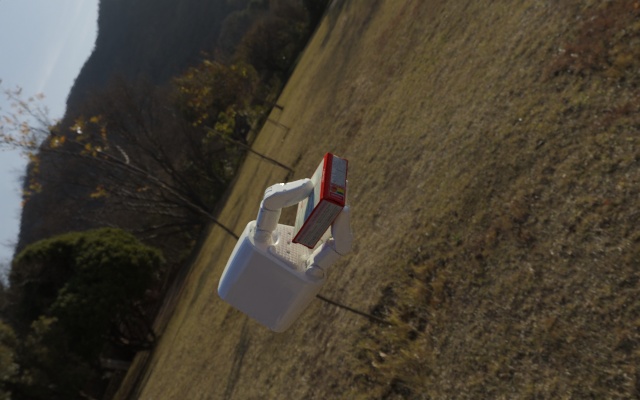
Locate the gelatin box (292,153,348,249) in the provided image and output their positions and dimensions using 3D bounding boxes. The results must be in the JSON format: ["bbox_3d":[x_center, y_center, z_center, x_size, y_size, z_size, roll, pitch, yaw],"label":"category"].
[{"bbox_3d":[0.000,0.001,0.547,0.030,0.073,0.089,20,-45,-13],"label":"gelatin box"}]
